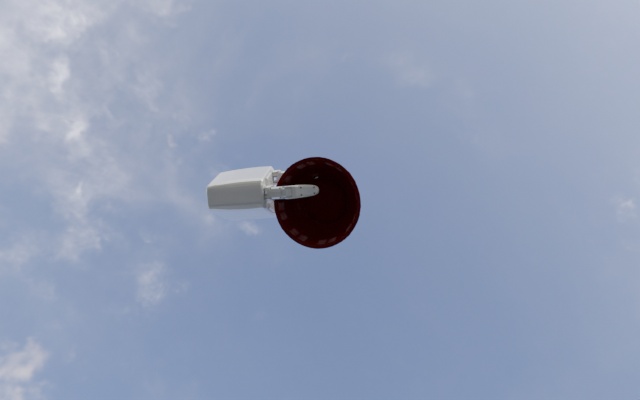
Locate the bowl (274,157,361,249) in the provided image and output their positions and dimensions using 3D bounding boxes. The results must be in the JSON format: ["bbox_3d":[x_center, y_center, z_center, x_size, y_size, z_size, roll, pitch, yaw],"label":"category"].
[{"bbox_3d":[0.002,0.003,0.858,0.162,0.162,0.055,0,4,19],"label":"bowl"}]
